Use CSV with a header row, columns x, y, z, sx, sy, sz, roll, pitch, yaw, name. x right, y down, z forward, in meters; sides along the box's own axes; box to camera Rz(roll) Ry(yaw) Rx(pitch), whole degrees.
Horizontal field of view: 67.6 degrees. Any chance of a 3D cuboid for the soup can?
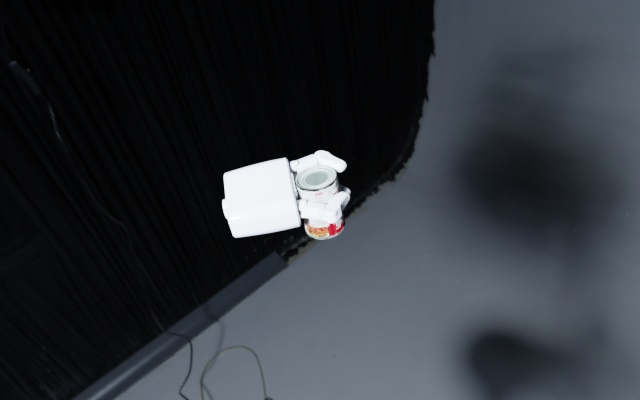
x,y,z,sx,sy,sz,roll,pitch,yaw,name
0.001,0.002,0.768,0.068,0.102,0.068,-7,38,5,soup can
